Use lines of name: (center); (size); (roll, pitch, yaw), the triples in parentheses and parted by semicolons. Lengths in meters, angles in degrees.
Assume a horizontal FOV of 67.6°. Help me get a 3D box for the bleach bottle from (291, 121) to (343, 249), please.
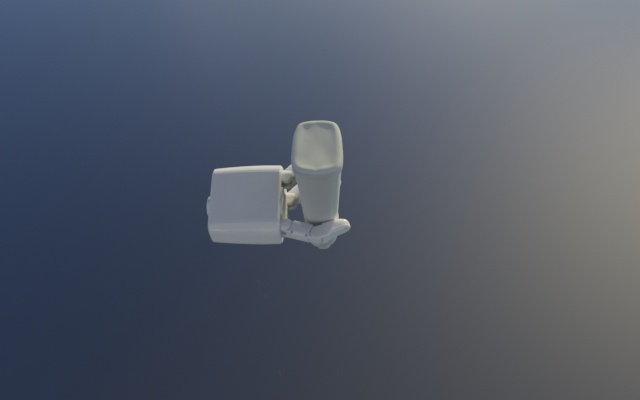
bleach bottle: (0.000, 0.002, 0.724); (0.068, 0.102, 0.251); (-1, -38, 2)
